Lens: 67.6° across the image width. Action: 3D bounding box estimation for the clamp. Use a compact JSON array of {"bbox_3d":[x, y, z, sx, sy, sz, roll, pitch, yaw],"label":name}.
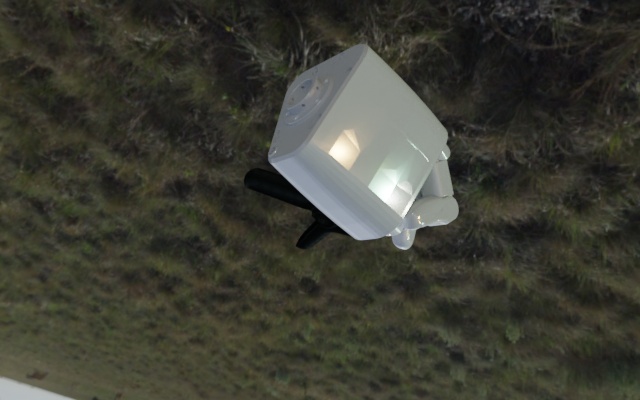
[{"bbox_3d":[0.000,0.002,0.485,0.171,0.039,0.120,-15,-47,45],"label":"clamp"}]
